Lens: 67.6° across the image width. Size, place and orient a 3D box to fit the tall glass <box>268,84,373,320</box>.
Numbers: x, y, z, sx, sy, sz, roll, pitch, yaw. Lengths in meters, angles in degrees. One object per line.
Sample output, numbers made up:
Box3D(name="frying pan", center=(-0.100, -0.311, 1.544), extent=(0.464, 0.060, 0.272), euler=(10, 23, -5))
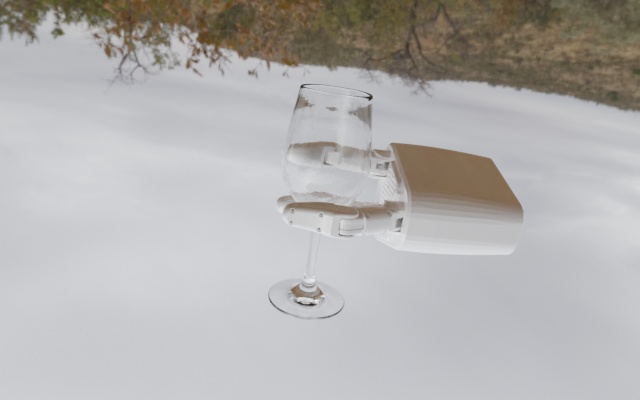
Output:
Box3D(name="tall glass", center=(0.000, 0.002, 0.429), extent=(0.079, 0.201, 0.079), euler=(7, 19, -2))
